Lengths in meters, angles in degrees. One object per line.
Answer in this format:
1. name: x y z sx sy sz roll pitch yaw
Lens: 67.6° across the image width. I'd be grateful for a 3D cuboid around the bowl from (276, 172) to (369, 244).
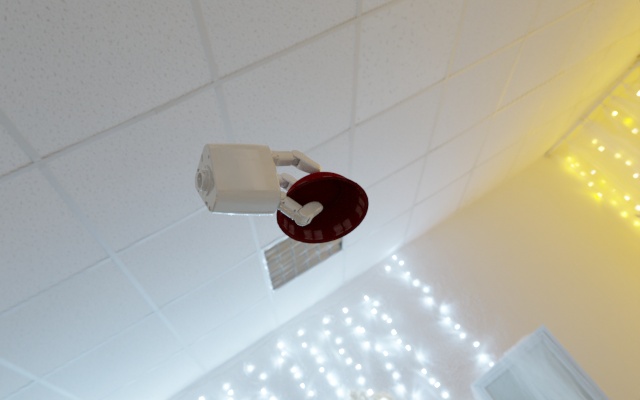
1. bowl: 0.001 0.003 0.835 0.162 0.162 0.055 0 43 -14
